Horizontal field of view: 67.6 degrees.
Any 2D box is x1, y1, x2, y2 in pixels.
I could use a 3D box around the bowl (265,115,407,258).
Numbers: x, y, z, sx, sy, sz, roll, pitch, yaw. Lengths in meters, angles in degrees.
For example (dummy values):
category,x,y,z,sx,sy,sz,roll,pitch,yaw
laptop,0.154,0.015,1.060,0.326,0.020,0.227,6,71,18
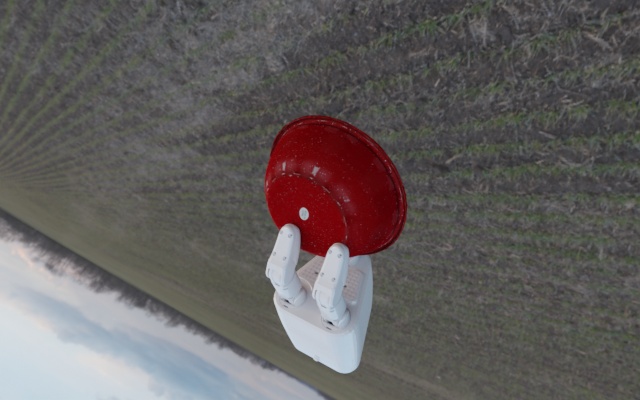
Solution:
category,x,y,z,sx,sy,sz,roll,pitch,yaw
bowl,0.000,0.001,0.468,0.162,0.162,0.055,0,30,38
